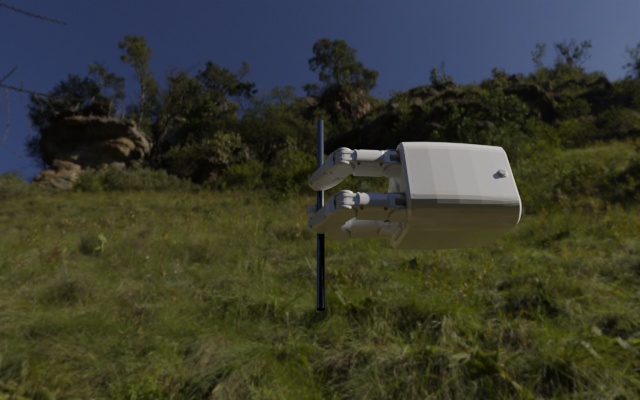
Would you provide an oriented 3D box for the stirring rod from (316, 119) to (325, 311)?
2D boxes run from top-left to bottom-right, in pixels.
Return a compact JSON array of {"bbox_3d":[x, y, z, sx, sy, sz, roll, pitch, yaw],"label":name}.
[{"bbox_3d":[0.000,0.002,0.501,0.011,0.239,0.011,0,-37,0],"label":"stirring rod"}]
